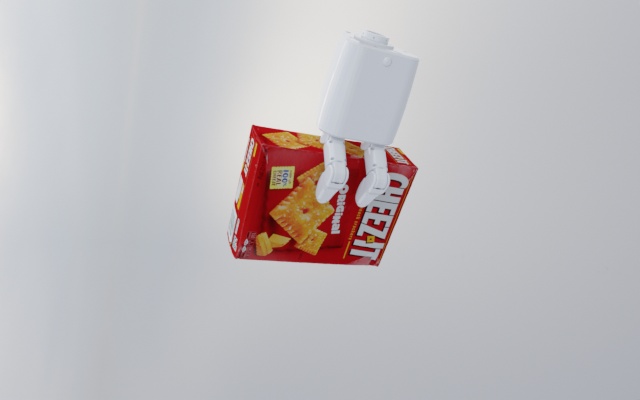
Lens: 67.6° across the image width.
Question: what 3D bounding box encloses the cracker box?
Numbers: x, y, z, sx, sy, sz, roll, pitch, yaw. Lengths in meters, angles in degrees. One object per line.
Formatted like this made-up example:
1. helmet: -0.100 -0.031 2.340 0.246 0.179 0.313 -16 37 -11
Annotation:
1. cracker box: 0.000 0.002 0.627 0.214 0.164 0.072 6 28 -23
